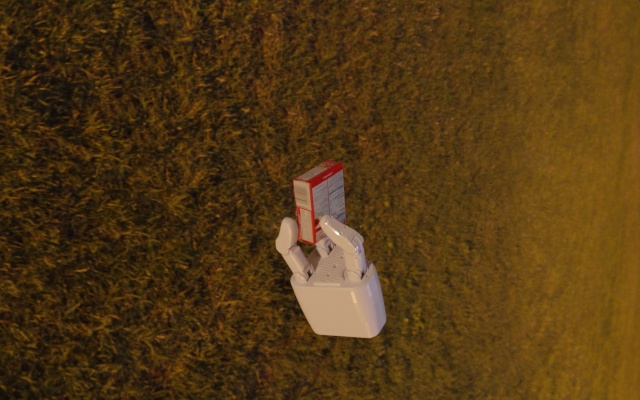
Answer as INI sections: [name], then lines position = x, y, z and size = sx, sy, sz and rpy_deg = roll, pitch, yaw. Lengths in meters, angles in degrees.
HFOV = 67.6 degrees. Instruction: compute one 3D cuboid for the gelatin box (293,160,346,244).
[gelatin box]
position = 0.000, 0.002, 0.619
size = 0.030, 0.089, 0.073
rpy_deg = 15, 32, 34
